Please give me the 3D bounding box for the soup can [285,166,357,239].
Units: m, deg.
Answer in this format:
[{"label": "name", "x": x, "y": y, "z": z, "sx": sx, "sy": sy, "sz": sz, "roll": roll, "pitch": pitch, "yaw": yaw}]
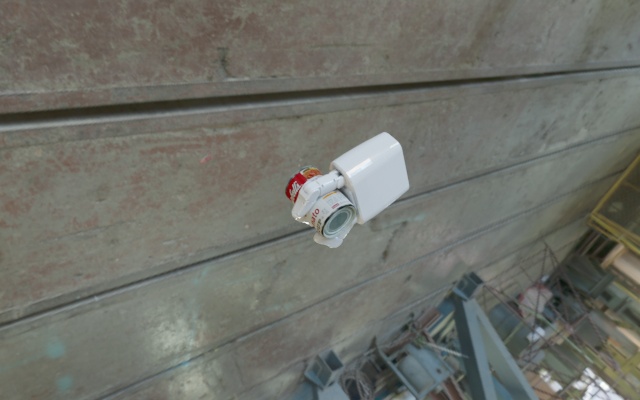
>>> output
[{"label": "soup can", "x": 0.000, "y": 0.003, "z": 0.749, "sx": 0.068, "sy": 0.068, "sz": 0.102, "roll": 0, "pitch": 38, "yaw": -49}]
